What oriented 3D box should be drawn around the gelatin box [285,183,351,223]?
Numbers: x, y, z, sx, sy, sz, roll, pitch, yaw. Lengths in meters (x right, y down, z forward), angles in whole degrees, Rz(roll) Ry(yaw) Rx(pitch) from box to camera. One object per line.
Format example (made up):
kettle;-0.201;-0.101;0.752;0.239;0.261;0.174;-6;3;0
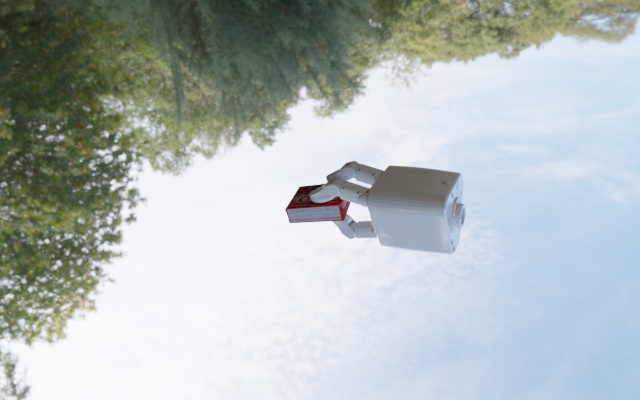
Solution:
gelatin box;0.000;0.003;0.726;0.089;0.030;0.073;-5;28;19
